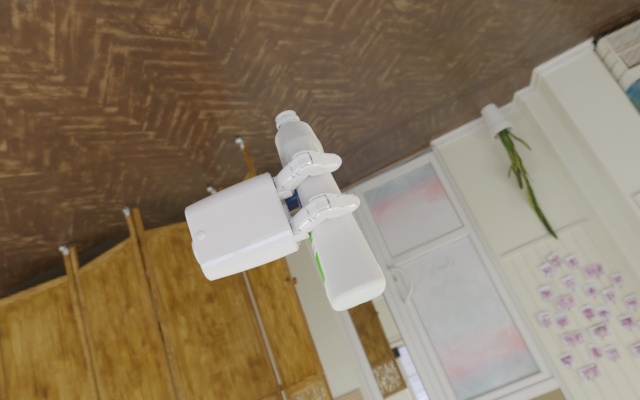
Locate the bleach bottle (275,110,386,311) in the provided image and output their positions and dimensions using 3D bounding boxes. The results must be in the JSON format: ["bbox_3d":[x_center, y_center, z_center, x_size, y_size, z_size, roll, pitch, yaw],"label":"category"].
[{"bbox_3d":[0.000,0.002,0.584,0.068,0.250,0.103,-21,-22,-4],"label":"bleach bottle"}]
